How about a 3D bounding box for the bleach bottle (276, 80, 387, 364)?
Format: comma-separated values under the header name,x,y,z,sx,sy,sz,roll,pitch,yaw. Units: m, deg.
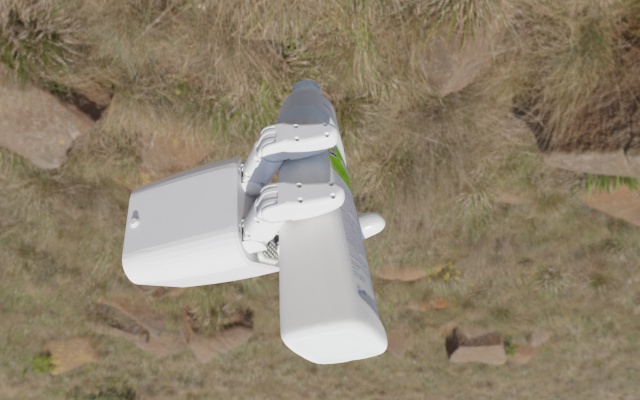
name,x,y,z,sx,sy,sz,roll,pitch,yaw
bleach bottle,0.000,0.001,0.413,0.068,0.250,0.103,-14,-32,13
